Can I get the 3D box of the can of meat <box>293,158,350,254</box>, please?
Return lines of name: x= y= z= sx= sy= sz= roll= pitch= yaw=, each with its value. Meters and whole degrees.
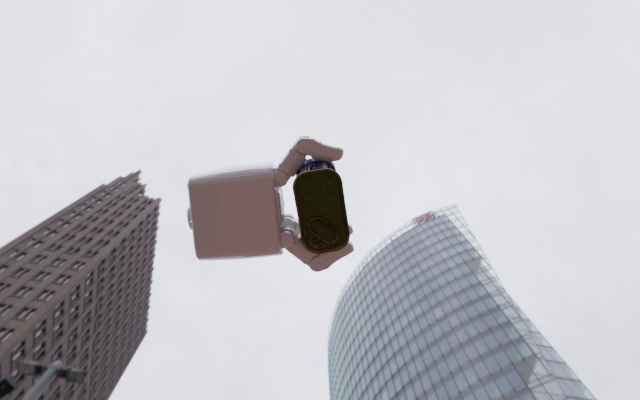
can of meat: x=0.000 y=0.002 z=0.592 sx=0.057 sy=0.102 sz=0.084 roll=-9 pitch=17 yaw=1
